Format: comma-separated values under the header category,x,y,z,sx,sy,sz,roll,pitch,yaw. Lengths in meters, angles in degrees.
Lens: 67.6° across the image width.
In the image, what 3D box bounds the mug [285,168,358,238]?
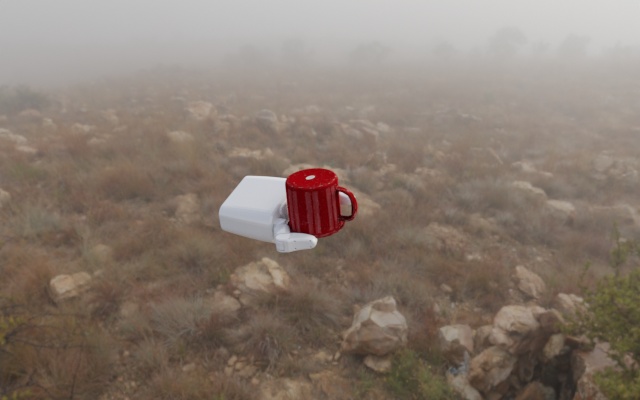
category,x,y,z,sx,sy,sz,roll,pitch,yaw
mug,0.001,0.002,0.732,0.117,0.081,0.093,7,28,25
